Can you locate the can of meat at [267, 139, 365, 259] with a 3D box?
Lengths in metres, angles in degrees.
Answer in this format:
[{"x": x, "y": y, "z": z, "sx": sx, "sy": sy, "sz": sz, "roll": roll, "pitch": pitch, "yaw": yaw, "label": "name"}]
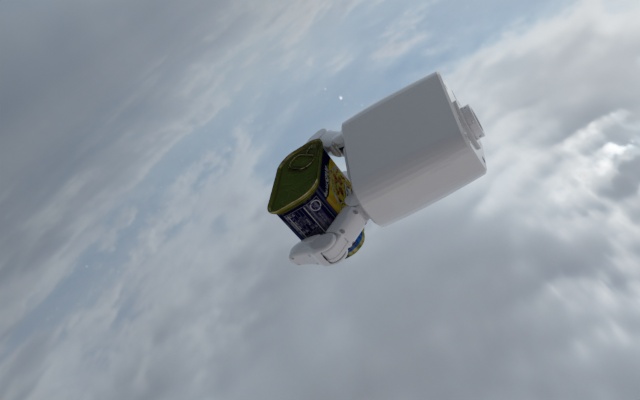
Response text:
[{"x": 0.000, "y": 0.002, "z": 0.475, "sx": 0.057, "sy": 0.084, "sz": 0.102, "roll": -29, "pitch": 29, "yaw": 23, "label": "can of meat"}]
